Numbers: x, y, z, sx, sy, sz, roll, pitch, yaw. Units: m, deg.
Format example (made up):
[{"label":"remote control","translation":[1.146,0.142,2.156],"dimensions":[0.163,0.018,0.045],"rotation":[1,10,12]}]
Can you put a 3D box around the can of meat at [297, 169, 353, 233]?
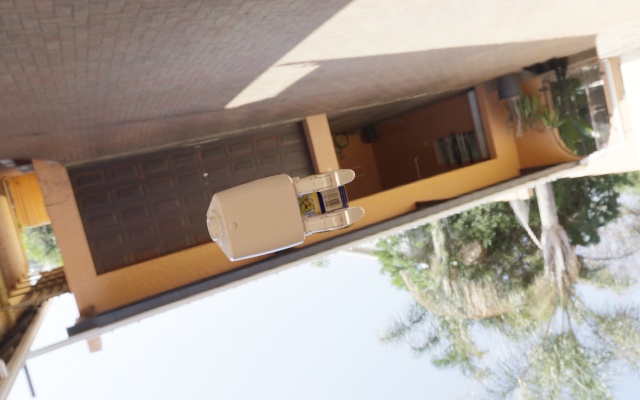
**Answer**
[{"label":"can of meat","translation":[0.000,0.003,0.713],"dimensions":[0.057,0.084,0.102],"rotation":[-15,5,-26]}]
